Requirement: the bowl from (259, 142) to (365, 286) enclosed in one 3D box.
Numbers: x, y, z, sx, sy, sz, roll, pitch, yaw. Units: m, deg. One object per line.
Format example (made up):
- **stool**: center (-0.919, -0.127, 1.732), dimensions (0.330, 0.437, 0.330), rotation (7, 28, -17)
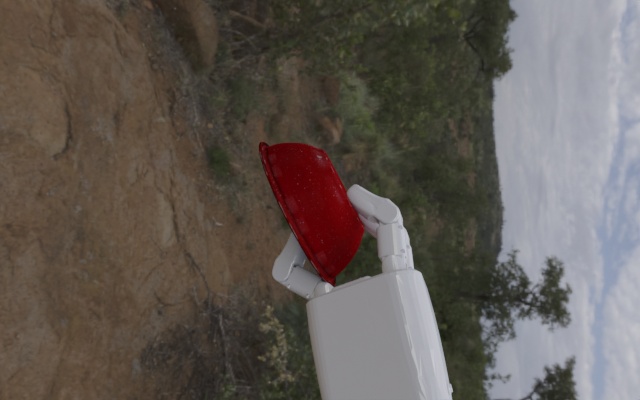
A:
- **bowl**: center (0.000, 0.000, 0.481), dimensions (0.055, 0.162, 0.162), rotation (-27, -2, 5)
